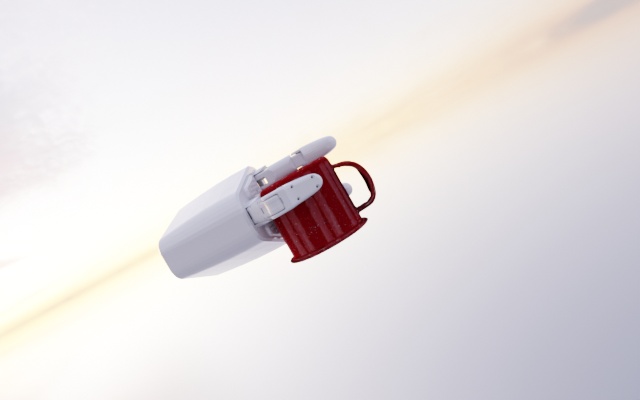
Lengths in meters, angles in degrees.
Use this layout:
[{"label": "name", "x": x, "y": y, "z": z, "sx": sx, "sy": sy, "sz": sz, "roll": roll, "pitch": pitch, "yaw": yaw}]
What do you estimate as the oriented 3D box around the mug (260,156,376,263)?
[{"label": "mug", "x": 0.001, "y": 0.001, "z": 0.495, "sx": 0.117, "sy": 0.081, "sz": 0.093, "roll": -28, "pitch": 4, "yaw": 14}]
